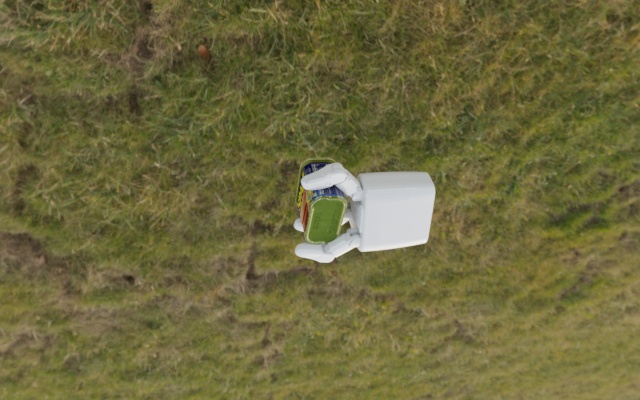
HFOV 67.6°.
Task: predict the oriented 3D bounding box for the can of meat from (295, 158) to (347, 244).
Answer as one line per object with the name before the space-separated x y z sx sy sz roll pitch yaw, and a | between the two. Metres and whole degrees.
can of meat | 0.000 0.002 0.704 0.057 0.102 0.083 -1 45 -14
